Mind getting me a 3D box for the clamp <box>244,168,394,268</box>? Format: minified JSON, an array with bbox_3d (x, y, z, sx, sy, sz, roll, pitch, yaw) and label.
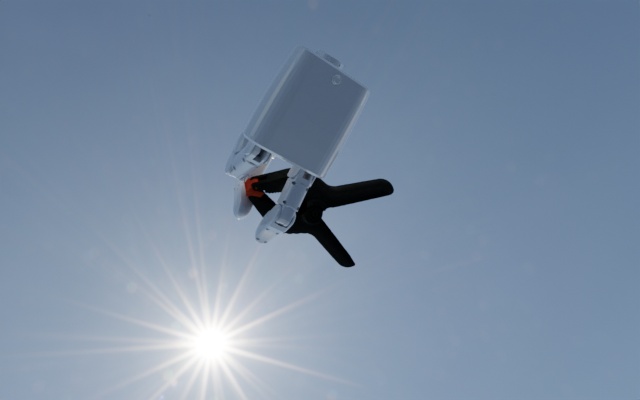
[{"bbox_3d":[0.000,0.002,0.551,0.171,0.120,0.039,27,10,-26],"label":"clamp"}]
